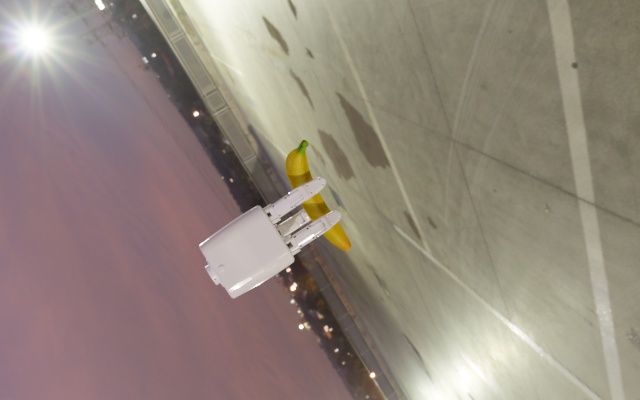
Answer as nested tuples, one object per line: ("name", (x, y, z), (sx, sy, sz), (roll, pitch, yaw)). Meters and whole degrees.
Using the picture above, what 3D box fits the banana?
("banana", (-0.010, -0.003, 0.760), (0.037, 0.198, 0.069), (-34, 24, -20))
